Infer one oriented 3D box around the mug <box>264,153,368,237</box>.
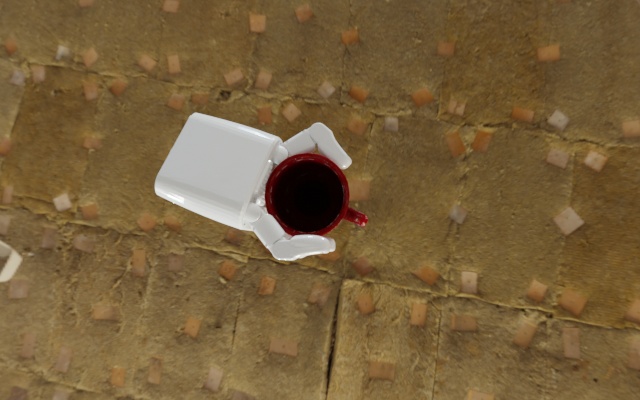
[{"bbox_3d":[0.001,0.002,0.553,0.117,0.093,0.081,20,-2,7],"label":"mug"}]
